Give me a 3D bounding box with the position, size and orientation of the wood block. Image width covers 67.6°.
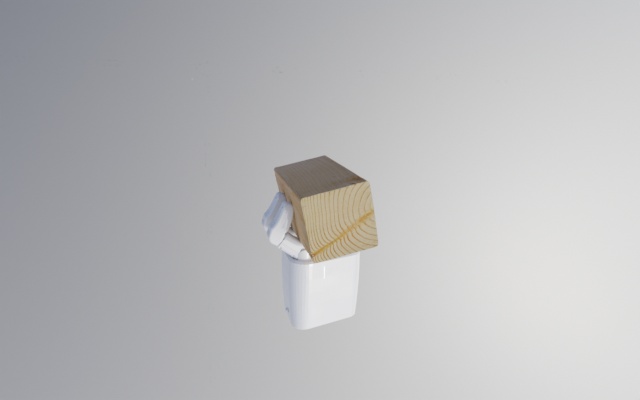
[{"bbox_3d":[0.001,0.003,0.683,0.091,0.090,0.206,-14,17,-11],"label":"wood block"}]
